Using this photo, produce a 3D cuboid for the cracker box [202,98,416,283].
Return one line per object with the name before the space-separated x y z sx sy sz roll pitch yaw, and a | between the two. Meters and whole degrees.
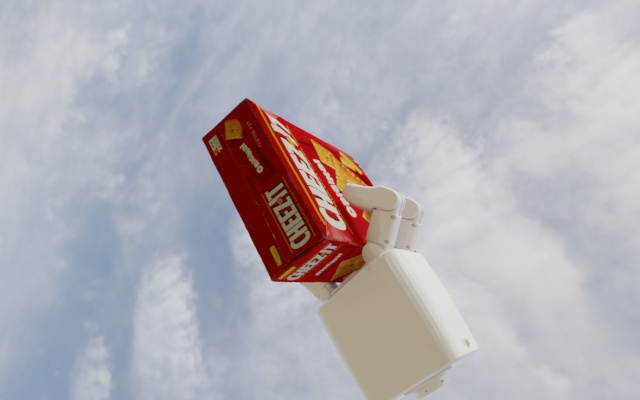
cracker box | 0.000 0.002 0.500 0.072 0.164 0.214 -40 -27 18
